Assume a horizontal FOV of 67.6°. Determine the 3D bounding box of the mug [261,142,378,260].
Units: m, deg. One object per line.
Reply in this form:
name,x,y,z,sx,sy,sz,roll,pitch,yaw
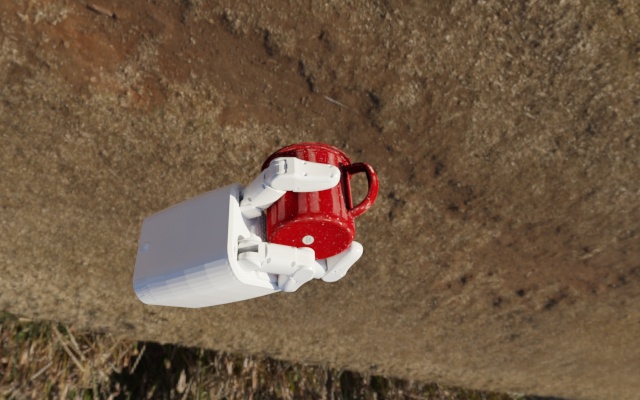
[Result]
mug,0.001,0.001,0.455,0.117,0.081,0.093,-18,-37,18
